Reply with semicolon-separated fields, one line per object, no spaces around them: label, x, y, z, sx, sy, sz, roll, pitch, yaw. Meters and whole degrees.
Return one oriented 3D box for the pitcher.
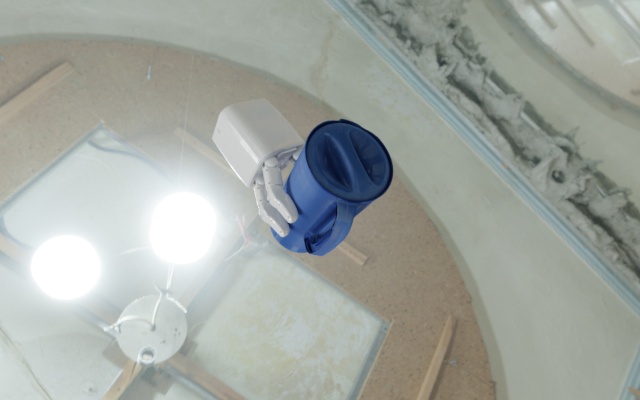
pitcher;0.000;0.002;0.746;0.149;0.145;0.243;-35;-9;-33
